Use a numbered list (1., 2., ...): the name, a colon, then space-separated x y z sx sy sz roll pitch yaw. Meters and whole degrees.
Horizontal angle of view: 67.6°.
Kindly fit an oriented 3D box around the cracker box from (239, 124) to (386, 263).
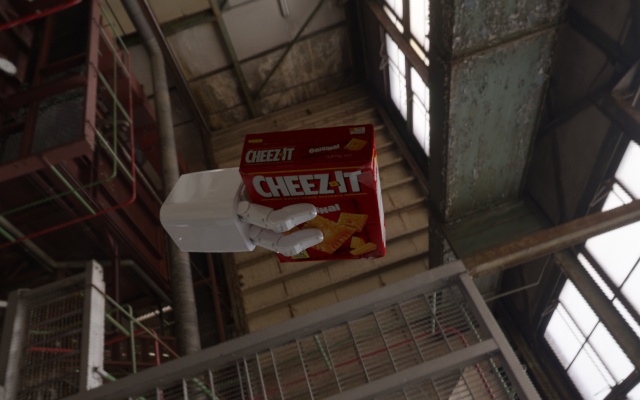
1. cracker box: 0.000 0.002 0.651 0.164 0.072 0.214 -4 -38 10
